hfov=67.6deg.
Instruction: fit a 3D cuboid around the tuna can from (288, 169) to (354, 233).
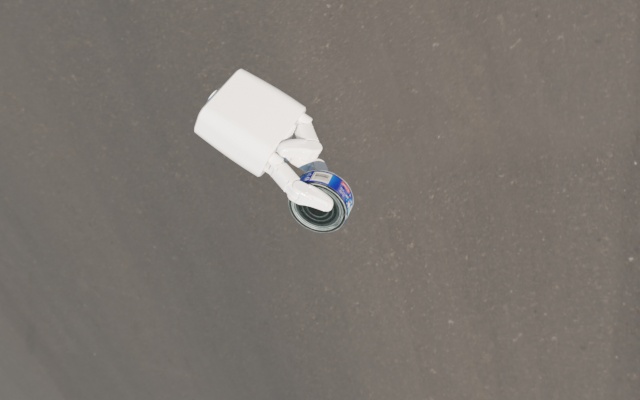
[{"bbox_3d":[0.000,0.002,0.651,0.086,0.086,0.033,0,35,21],"label":"tuna can"}]
